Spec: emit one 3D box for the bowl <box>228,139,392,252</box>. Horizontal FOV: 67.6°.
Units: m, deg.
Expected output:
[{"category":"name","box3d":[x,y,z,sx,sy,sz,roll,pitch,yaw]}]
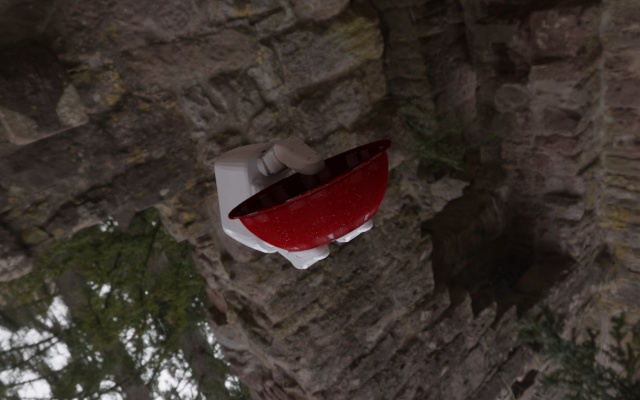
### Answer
[{"category":"bowl","box3d":[0.001,0.002,0.437,0.162,0.055,0.162,-24,9,4]}]
